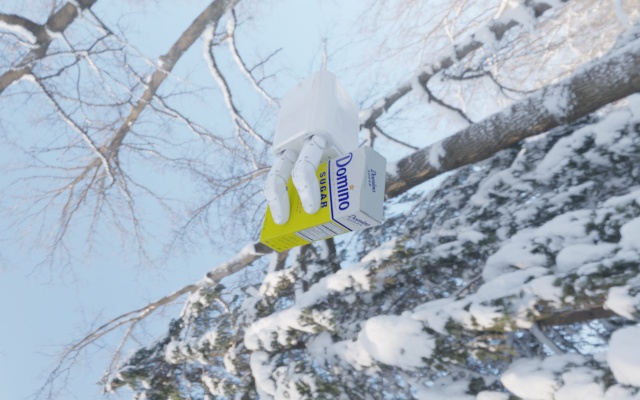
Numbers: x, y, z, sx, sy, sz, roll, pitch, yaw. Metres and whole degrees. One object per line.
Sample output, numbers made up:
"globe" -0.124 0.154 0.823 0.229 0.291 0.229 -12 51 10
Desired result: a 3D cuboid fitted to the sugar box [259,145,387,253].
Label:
"sugar box" 0.000 0.002 0.605 0.048 0.093 0.176 30 -36 -34
